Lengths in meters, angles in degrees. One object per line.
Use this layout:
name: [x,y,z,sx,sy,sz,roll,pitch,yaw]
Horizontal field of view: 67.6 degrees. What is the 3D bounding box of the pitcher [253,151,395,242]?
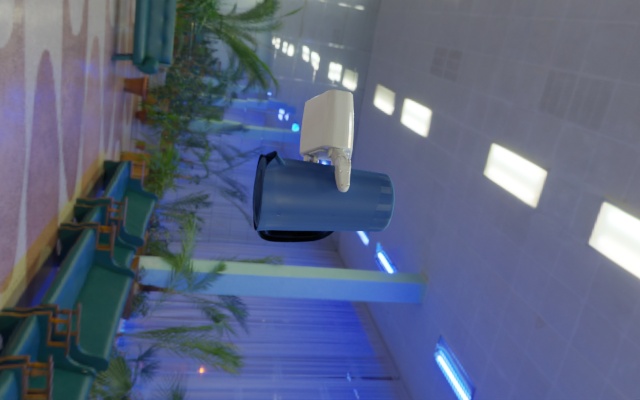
pitcher: [0.000,0.003,0.855,0.243,0.145,0.149,5,-9,-14]
